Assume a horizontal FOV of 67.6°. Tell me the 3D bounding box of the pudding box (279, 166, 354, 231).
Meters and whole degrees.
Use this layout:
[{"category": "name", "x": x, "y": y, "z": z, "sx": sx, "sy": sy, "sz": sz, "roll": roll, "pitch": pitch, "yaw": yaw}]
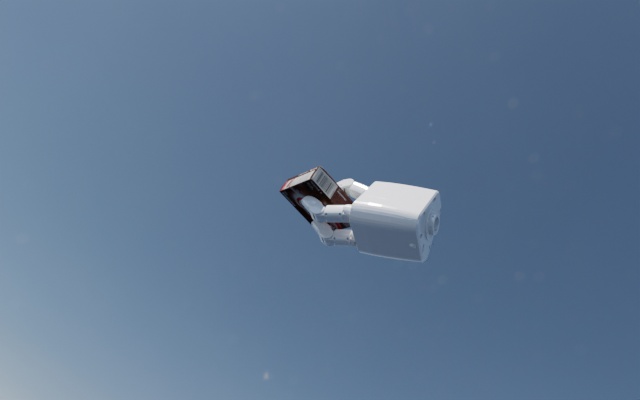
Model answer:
[{"category": "pudding box", "x": 0.000, "y": 0.002, "z": 0.797, "sx": 0.090, "sy": 0.113, "sz": 0.039, "roll": -19, "pitch": 28, "yaw": 48}]
